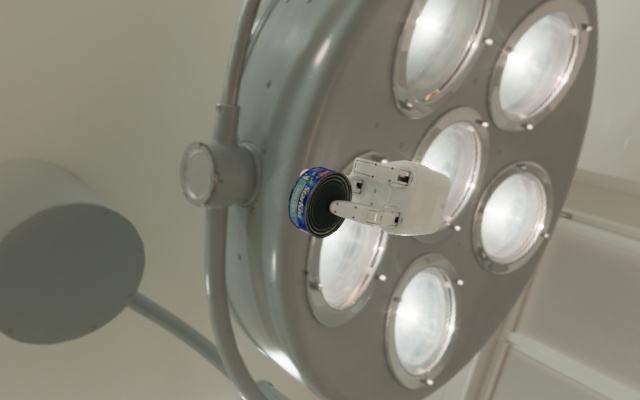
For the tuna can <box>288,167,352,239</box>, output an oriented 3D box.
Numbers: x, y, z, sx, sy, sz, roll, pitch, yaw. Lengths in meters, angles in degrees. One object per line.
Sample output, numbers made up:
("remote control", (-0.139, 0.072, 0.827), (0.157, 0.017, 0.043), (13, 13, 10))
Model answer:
("tuna can", (0.000, 0.002, 0.598), (0.033, 0.086, 0.086), (22, 14, 38))
